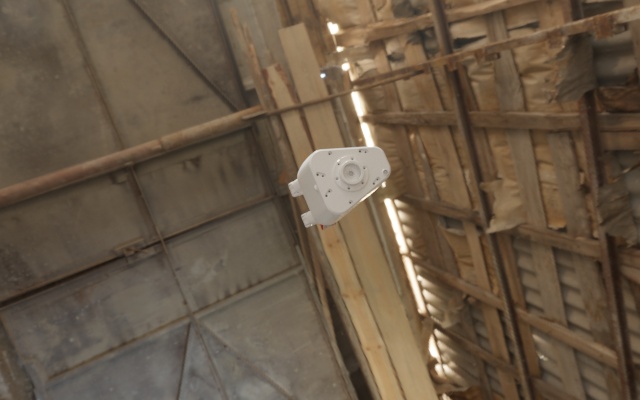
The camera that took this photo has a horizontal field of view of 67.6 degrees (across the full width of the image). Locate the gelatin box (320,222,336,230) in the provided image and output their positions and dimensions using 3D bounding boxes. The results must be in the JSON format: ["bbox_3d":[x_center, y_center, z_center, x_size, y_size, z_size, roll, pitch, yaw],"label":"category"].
[{"bbox_3d":[0.001,0.003,0.813,0.030,0.073,0.089,-23,-17,-7],"label":"gelatin box"}]
